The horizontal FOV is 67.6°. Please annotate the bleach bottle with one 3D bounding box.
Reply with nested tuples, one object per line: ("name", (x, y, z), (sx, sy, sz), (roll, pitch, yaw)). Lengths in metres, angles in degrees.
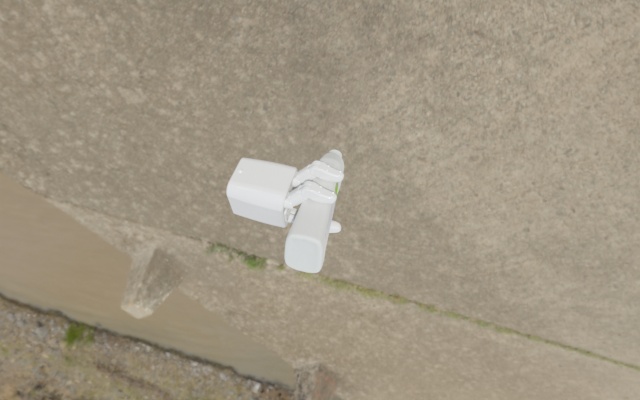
("bleach bottle", (0.000, 0.003, 0.878), (0.068, 0.250, 0.103), (13, -43, 6))
